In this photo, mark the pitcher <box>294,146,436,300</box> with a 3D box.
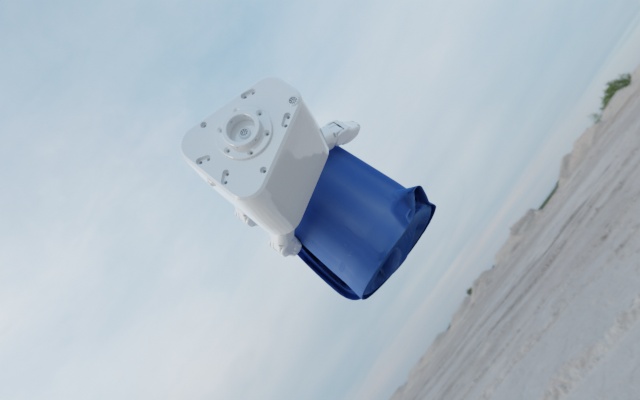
[{"bbox_3d":[0.000,0.002,0.577,0.242,0.149,0.145,37,-4,20],"label":"pitcher"}]
